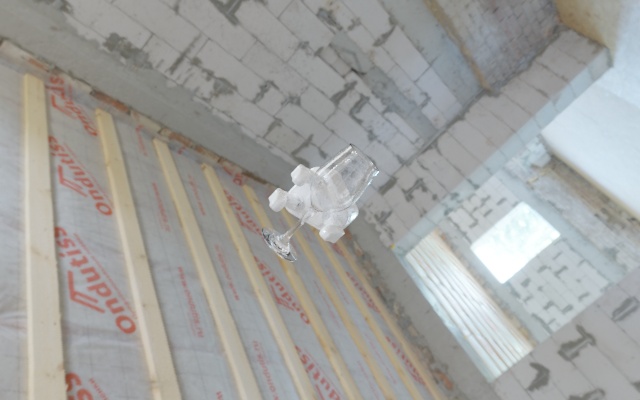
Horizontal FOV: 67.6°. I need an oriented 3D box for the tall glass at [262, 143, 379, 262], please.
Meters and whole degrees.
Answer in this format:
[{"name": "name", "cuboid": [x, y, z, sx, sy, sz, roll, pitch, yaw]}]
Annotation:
[{"name": "tall glass", "cuboid": [0.000, 0.003, 0.754, 0.201, 0.079, 0.079, -46, -14, 14]}]
